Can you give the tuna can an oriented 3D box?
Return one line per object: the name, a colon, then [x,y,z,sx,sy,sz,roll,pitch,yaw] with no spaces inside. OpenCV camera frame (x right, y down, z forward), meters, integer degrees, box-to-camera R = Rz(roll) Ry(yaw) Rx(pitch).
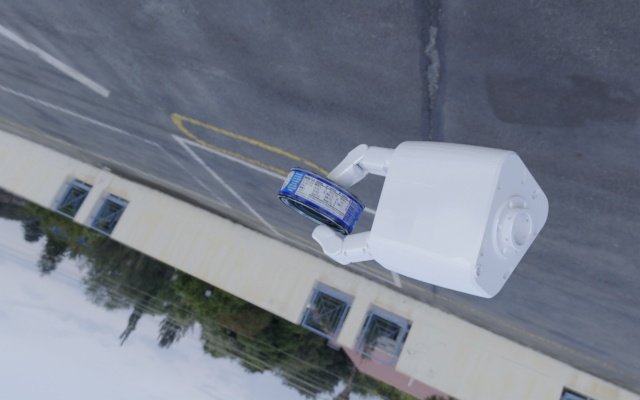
tuna can: [0.000,0.002,0.488,0.086,0.033,0.086,28,-9,5]
